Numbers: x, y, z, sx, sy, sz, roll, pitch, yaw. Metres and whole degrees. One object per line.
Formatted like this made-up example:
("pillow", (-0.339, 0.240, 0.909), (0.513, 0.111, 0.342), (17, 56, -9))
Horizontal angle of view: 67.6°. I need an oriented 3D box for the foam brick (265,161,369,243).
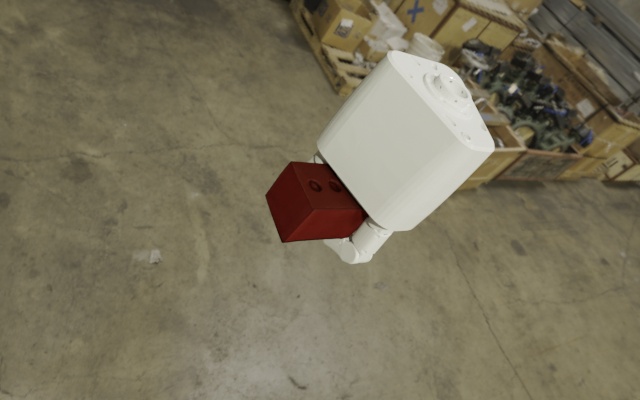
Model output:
("foam brick", (0.000, 0.002, 0.428), (0.078, 0.053, 0.051), (-1, -35, -40))
